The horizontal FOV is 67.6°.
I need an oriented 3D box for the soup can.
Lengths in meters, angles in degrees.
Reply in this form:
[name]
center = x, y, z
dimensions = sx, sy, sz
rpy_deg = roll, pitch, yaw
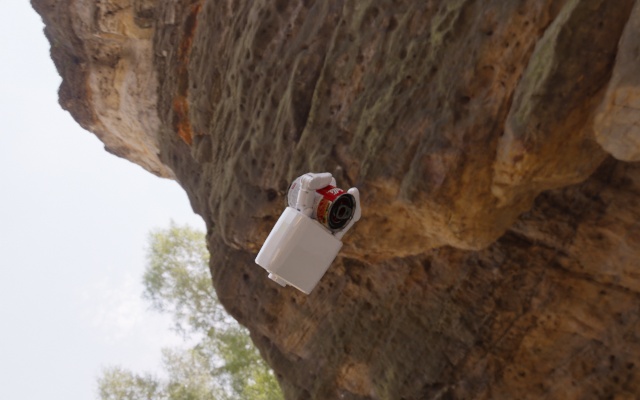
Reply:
[soup can]
center = 0.000, 0.002, 0.808
dimensions = 0.102, 0.068, 0.068
rpy_deg = 26, 17, 38
